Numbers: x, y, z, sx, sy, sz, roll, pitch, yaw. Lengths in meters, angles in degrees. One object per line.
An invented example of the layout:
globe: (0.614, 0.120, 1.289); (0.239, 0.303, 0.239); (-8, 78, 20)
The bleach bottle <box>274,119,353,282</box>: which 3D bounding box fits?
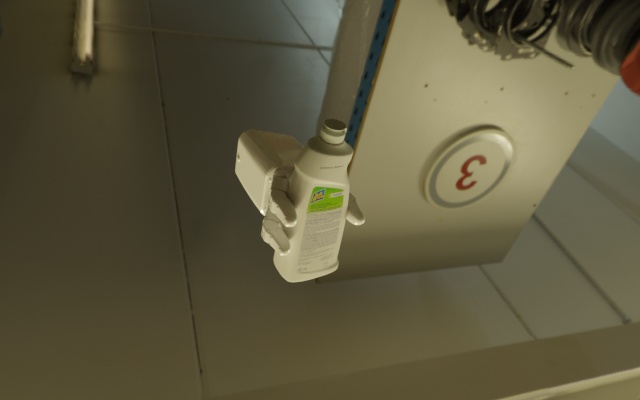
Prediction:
bleach bottle: (0.000, 0.002, 0.667); (0.102, 0.251, 0.068); (-12, 44, -31)
